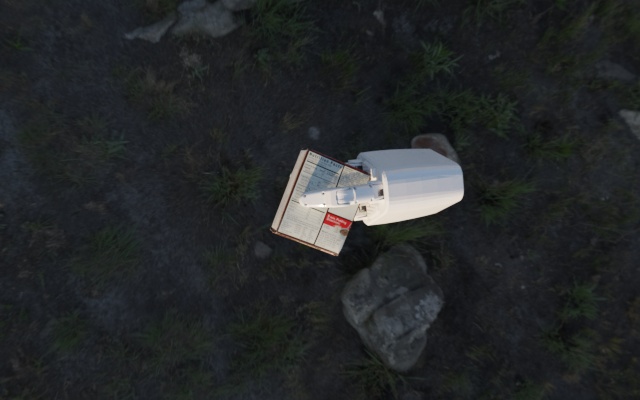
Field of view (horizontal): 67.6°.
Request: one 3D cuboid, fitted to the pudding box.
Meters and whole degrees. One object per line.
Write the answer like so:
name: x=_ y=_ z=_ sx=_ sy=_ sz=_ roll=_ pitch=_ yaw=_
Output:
pudding box: x=0.000 y=0.002 z=0.596 sx=0.090 sy=0.113 sz=0.039 roll=22 pitch=-3 yaw=-15
